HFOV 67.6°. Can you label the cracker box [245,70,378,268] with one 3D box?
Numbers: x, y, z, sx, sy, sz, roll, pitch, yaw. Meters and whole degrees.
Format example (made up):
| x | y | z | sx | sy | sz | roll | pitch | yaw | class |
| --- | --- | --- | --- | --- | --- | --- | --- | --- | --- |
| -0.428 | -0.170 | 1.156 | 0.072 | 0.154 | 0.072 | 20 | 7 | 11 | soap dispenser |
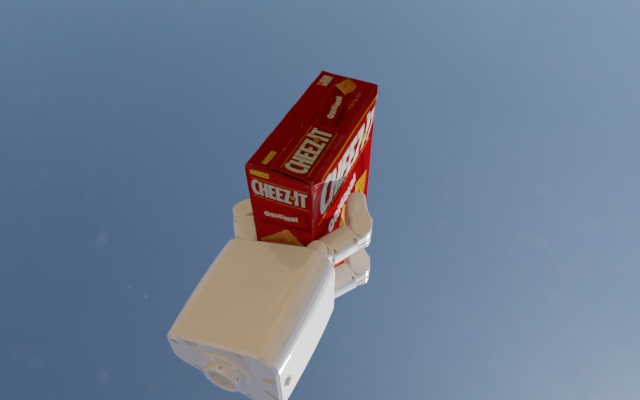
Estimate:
| x | y | z | sx | sy | sz | roll | pitch | yaw | class |
| --- | --- | --- | --- | --- | --- | --- | --- | --- | --- |
| 0.000 | 0.002 | 0.505 | 0.072 | 0.214 | 0.164 | 17 | 48 | 16 | cracker box |
